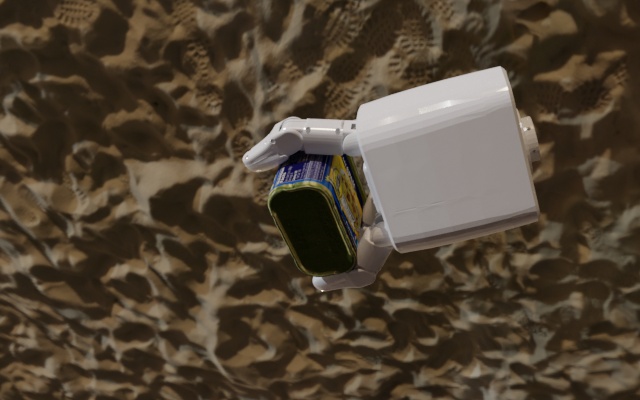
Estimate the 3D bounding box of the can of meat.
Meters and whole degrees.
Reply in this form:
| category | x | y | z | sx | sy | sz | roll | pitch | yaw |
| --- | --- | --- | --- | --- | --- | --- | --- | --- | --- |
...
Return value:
| category | x | y | z | sx | sy | sz | roll | pitch | yaw |
| --- | --- | --- | --- | --- | --- | --- | --- | --- | --- |
| can of meat | 0.000 | 0.001 | 0.403 | 0.057 | 0.102 | 0.084 | -11 | 36 | 18 |
